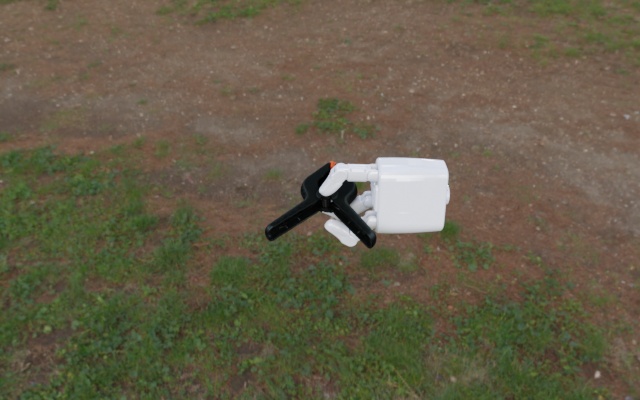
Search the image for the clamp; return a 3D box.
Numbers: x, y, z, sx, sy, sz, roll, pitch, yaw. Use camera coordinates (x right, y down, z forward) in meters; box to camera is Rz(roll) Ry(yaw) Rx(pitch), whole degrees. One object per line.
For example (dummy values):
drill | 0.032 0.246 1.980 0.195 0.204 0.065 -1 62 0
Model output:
clamp | 0.000 0.002 0.771 0.164 0.036 0.209 1 36 0
